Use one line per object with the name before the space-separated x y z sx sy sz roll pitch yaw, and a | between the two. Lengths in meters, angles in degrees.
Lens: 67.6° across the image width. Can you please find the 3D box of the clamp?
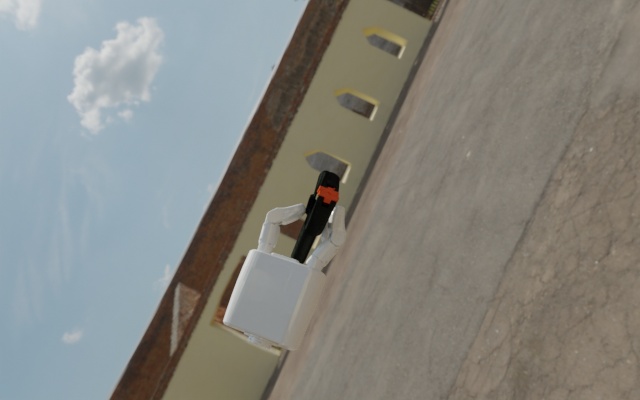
clamp | -0.001 0.002 0.711 0.036 0.164 0.210 19 -20 -3
